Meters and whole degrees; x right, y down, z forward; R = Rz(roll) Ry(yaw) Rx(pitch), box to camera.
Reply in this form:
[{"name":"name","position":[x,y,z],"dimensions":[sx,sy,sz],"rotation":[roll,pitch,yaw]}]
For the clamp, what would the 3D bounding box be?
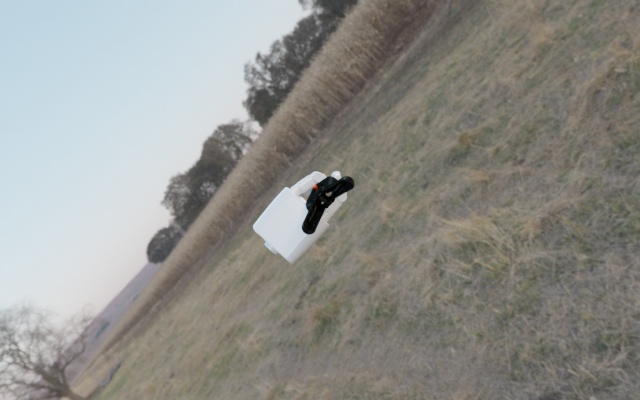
[{"name":"clamp","position":[0.000,0.002,0.860],"dimensions":[0.120,0.039,0.171],"rotation":[-45,9,-4]}]
